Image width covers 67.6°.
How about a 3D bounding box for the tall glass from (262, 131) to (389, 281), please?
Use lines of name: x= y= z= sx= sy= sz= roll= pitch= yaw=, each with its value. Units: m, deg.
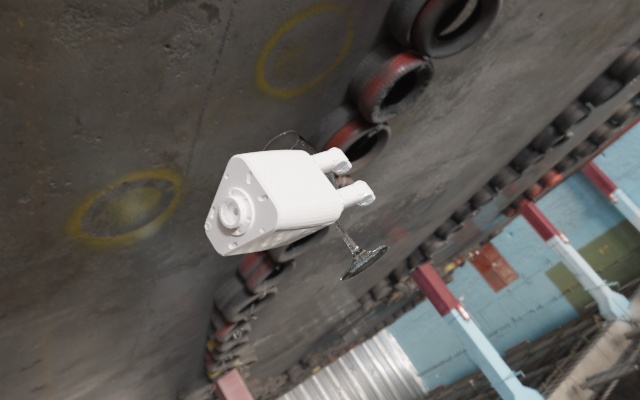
tall glass: x=0.001 y=0.003 z=0.623 sx=0.079 sy=0.201 sz=0.079 roll=-32 pitch=-19 yaw=-12
